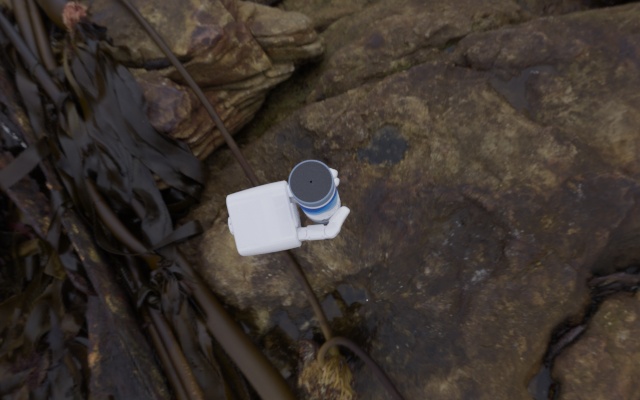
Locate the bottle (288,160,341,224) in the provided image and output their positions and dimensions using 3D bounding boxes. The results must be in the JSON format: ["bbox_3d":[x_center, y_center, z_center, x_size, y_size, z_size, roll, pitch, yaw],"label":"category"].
[{"bbox_3d":[0.000,0.003,0.834,0.069,0.069,0.296,0,-12,6],"label":"bottle"}]
